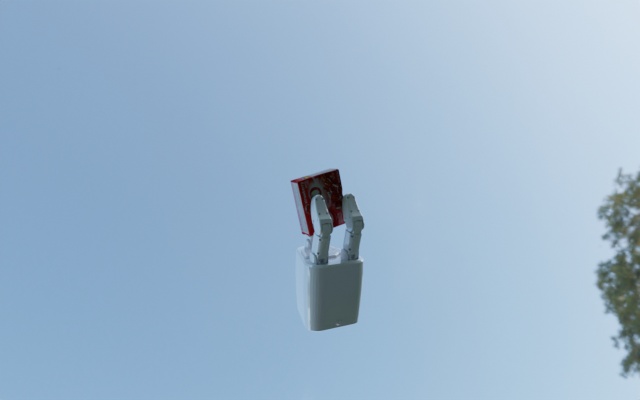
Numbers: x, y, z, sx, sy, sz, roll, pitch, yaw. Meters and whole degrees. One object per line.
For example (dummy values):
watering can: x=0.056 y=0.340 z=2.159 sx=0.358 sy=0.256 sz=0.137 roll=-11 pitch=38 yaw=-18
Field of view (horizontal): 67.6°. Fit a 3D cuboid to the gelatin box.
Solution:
gelatin box: x=0.000 y=0.002 z=0.730 sx=0.073 sy=0.089 sz=0.030 roll=-18 pitch=14 yaw=-25
